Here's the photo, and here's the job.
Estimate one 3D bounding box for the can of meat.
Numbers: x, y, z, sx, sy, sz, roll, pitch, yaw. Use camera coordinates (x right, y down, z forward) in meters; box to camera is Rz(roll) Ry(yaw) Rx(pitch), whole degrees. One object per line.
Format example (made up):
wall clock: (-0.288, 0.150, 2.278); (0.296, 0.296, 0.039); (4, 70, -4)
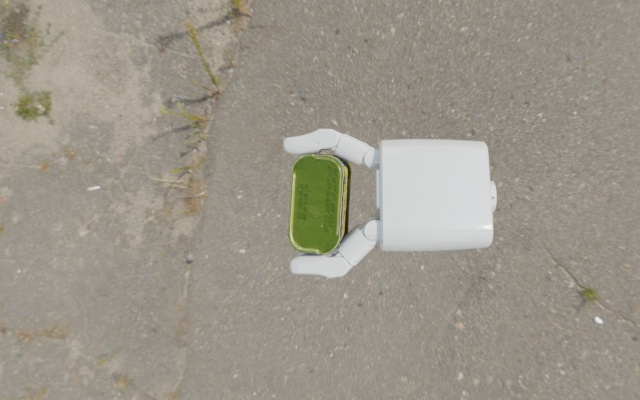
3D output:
can of meat: (0.000, 0.002, 0.494); (0.057, 0.102, 0.084); (3, 4, 6)
